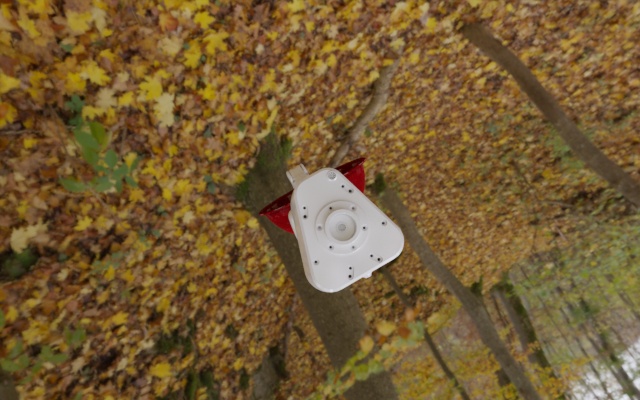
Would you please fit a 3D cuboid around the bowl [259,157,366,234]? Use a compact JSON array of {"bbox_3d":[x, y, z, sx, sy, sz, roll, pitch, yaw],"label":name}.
[{"bbox_3d":[0.000,0.002,0.646,0.162,0.055,0.162,-27,8,4],"label":"bowl"}]
